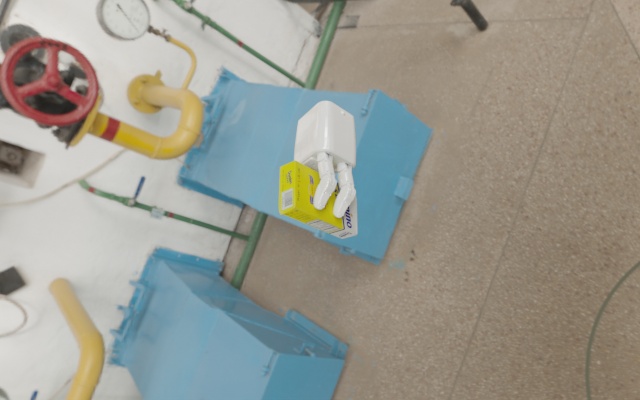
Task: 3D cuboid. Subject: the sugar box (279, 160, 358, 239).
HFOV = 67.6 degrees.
[{"bbox_3d":[0.000,0.003,0.874,0.048,0.093,0.176,-20,-30,39],"label":"sugar box"}]
